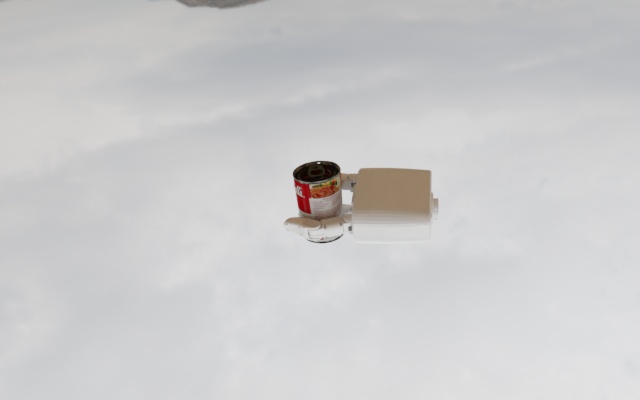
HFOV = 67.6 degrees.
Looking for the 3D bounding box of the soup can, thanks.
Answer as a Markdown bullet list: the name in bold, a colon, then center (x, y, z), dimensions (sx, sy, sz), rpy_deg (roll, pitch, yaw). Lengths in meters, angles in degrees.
- **soup can**: center (0.000, 0.003, 0.690), dimensions (0.068, 0.102, 0.068), rpy_deg (-6, 30, 3)
